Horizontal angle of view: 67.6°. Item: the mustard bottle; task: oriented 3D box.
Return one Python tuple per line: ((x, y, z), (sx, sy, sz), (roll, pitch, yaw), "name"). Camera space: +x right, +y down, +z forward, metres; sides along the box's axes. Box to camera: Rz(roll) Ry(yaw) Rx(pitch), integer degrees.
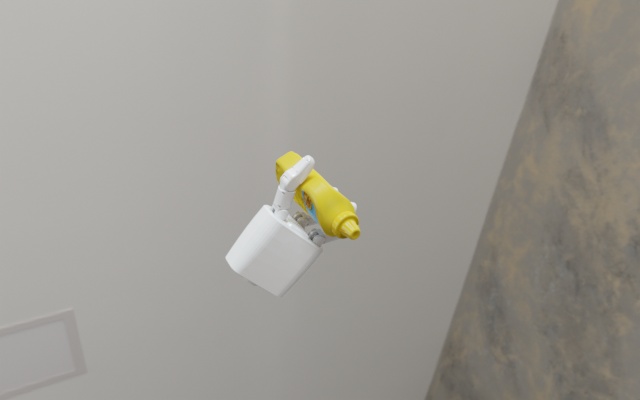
((0.000, 0.002, 0.733), (0.058, 0.096, 0.191), (-33, 43, -12), "mustard bottle")
